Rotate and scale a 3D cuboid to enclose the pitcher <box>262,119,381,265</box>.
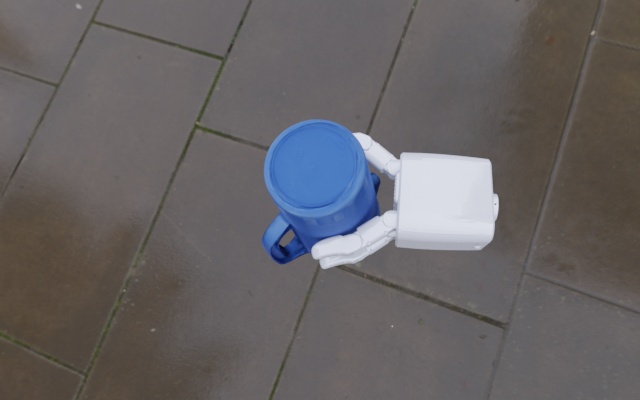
[{"bbox_3d":[0.000,0.002,0.597,0.145,0.149,0.243,4,-14,9],"label":"pitcher"}]
